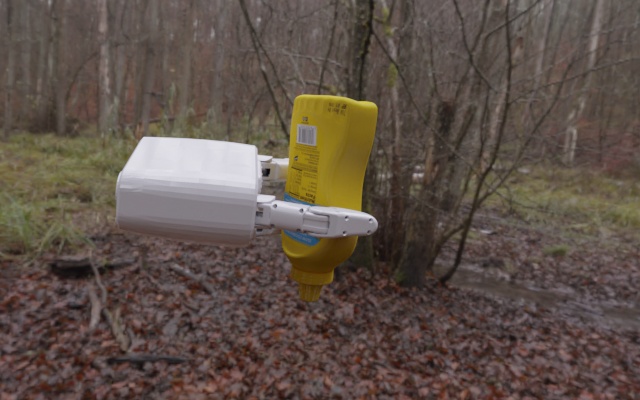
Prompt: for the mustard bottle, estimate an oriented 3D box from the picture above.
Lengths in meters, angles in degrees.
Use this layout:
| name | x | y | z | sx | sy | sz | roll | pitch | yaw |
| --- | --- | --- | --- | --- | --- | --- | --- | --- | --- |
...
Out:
| name | x | y | z | sx | sy | sz | roll | pitch | yaw |
| --- | --- | --- | --- | --- | --- | --- | --- | --- | --- |
| mustard bottle | 0.000 | 0.001 | 0.446 | 0.058 | 0.191 | 0.096 | 1 | 11 | -35 |
